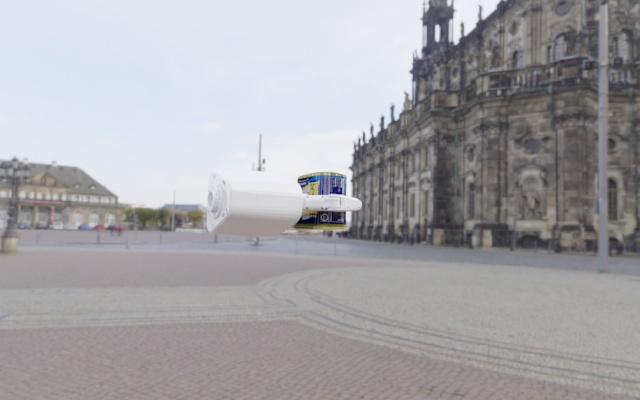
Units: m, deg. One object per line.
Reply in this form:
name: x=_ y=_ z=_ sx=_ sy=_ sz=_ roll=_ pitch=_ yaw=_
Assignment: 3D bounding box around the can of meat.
can of meat: x=0.000 y=0.002 z=0.733 sx=0.057 sy=0.084 sz=0.102 roll=3 pitch=-4 yaw=-27
